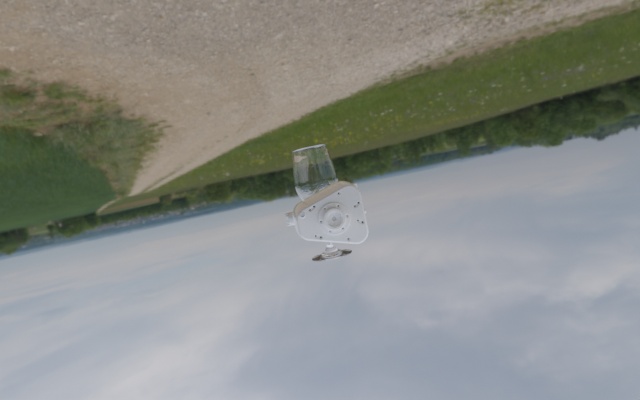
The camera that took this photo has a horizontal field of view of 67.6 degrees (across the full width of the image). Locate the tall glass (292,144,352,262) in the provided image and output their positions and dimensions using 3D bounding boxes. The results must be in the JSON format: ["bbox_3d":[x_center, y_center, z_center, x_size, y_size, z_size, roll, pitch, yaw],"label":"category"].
[{"bbox_3d":[0.000,0.003,0.857,0.079,0.201,0.079,-12,4,1],"label":"tall glass"}]
